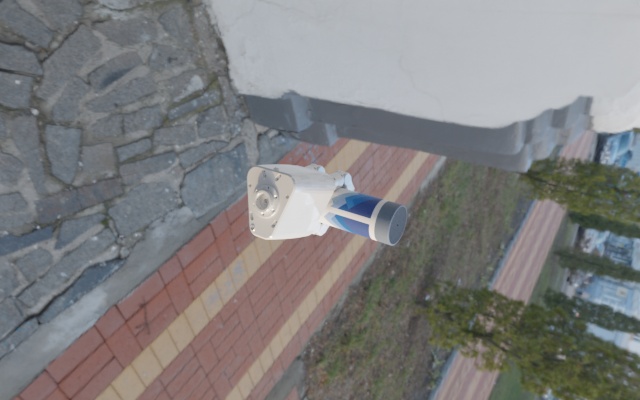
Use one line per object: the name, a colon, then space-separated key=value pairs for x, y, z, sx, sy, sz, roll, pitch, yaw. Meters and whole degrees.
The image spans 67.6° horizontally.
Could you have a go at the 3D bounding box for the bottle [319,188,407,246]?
bottle: x=0.000 y=0.003 z=0.822 sx=0.295 sy=0.069 sz=0.069 roll=17 pitch=9 yaw=31
